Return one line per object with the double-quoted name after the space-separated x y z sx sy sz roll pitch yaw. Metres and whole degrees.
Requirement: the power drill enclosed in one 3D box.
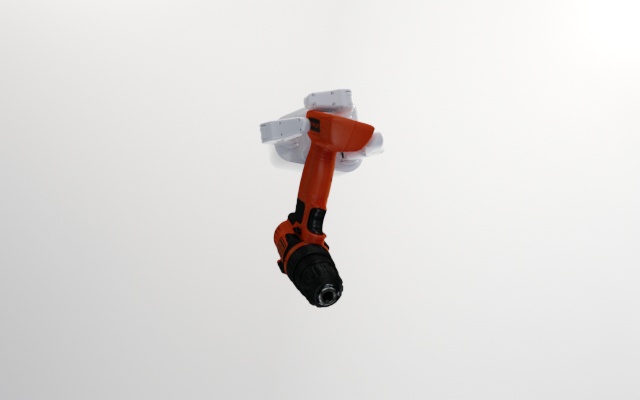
0.000 0.001 0.515 0.057 0.188 0.184 13 11 -20 "power drill"
